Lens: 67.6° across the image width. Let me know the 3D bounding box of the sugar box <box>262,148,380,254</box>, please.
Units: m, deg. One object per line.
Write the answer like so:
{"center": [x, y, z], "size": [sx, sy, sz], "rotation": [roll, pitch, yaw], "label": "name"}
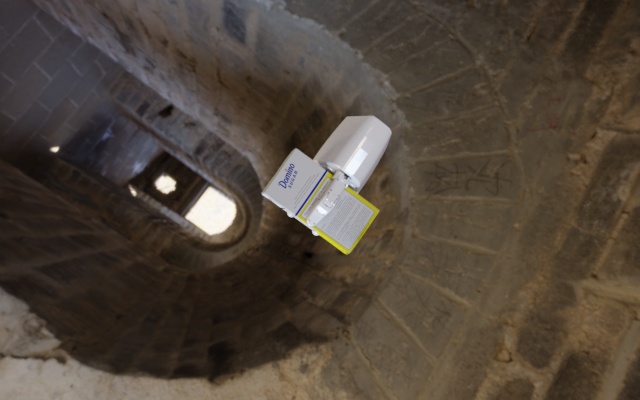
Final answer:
{"center": [0.000, 0.003, 0.794], "size": [0.176, 0.093, 0.048], "rotation": [37, -8, -8], "label": "sugar box"}
